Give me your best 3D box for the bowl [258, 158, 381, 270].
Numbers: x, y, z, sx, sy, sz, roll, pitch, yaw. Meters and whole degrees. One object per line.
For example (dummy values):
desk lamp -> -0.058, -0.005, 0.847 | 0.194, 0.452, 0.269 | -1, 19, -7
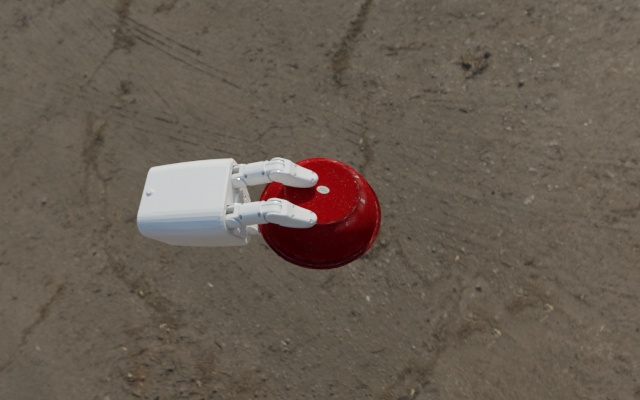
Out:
bowl -> 0.001, 0.002, 0.597 | 0.162, 0.162, 0.055 | 0, -31, -4
